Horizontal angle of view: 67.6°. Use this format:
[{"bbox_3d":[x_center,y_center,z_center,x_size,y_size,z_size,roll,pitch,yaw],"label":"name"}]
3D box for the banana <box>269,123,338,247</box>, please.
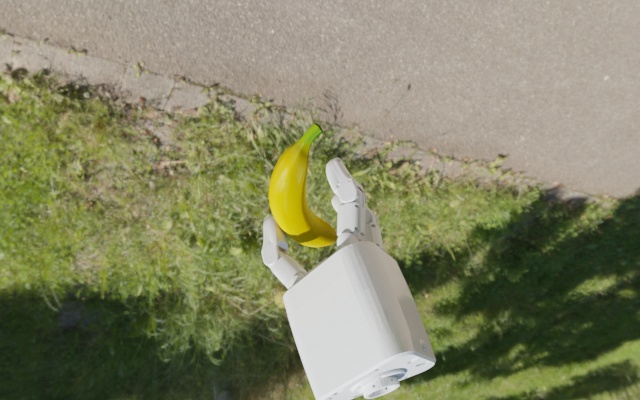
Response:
[{"bbox_3d":[-0.017,0.007,0.507,0.069,0.037,0.198,-22,-34,-9],"label":"banana"}]
